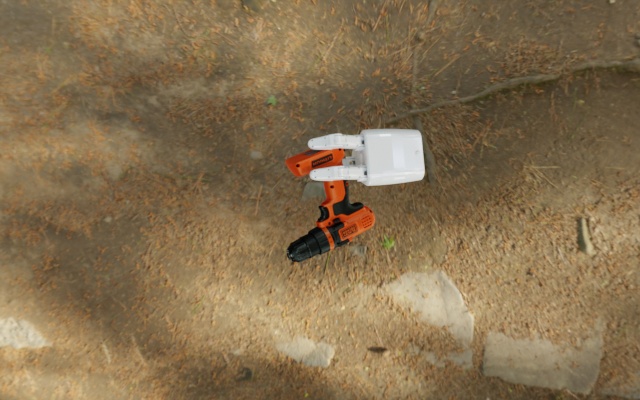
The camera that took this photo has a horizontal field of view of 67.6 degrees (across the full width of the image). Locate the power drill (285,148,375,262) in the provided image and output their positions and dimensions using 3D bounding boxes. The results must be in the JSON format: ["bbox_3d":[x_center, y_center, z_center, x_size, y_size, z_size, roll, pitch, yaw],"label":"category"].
[{"bbox_3d":[0.000,0.002,0.865,0.184,0.188,0.057,-26,23,-22],"label":"power drill"}]
